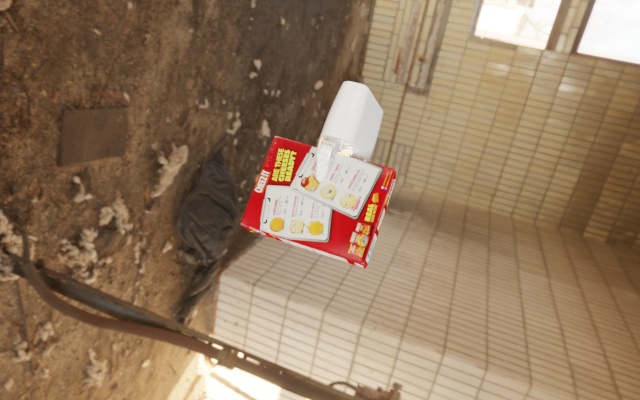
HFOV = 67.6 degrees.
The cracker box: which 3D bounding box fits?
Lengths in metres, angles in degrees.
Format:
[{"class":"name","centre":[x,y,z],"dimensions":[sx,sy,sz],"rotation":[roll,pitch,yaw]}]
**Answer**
[{"class":"cracker box","centre":[0.000,0.003,0.793],"dimensions":[0.213,0.164,0.072],"rotation":[17,-13,14]}]
